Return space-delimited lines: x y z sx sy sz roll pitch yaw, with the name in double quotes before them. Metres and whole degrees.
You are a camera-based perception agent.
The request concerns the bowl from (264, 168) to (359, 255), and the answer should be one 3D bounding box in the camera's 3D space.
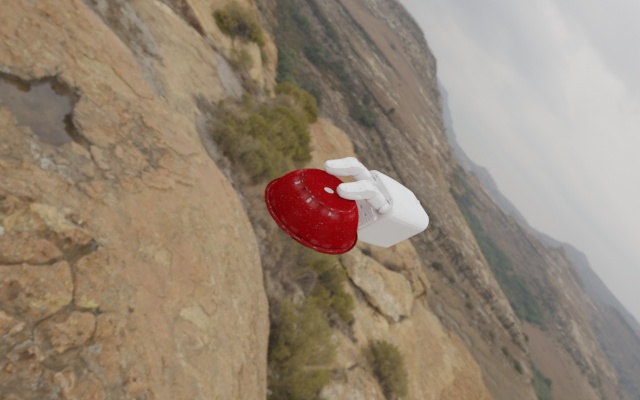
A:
"bowl" -0.001 0.002 0.709 0.162 0.055 0.162 24 33 -17
